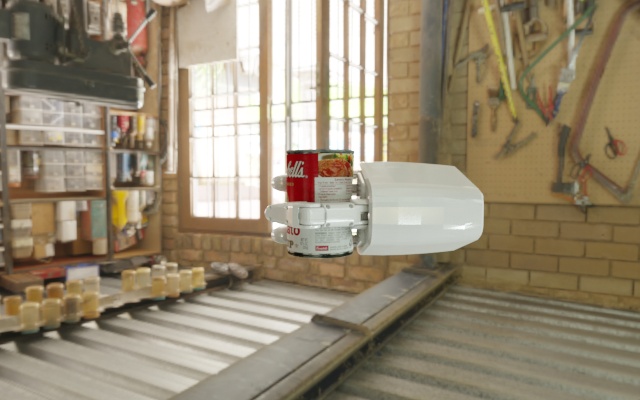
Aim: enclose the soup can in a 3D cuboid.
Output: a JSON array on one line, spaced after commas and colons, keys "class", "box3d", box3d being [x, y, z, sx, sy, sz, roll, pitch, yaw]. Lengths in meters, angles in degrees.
[{"class": "soup can", "box3d": [0.000, 0.002, 0.474, 0.068, 0.102, 0.068, 0, 3, 0]}]
